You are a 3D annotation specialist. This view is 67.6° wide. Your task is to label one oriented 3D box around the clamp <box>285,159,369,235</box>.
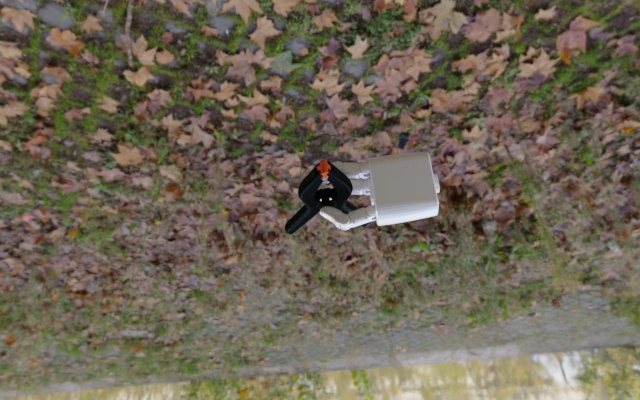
[{"bbox_3d":[0.000,0.003,0.855,0.164,0.036,0.210,-11,-32,4],"label":"clamp"}]
